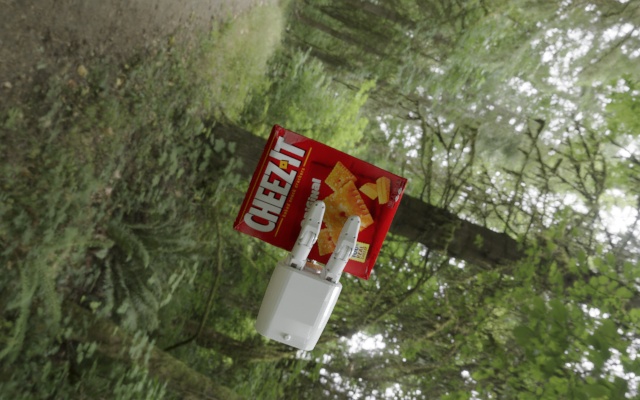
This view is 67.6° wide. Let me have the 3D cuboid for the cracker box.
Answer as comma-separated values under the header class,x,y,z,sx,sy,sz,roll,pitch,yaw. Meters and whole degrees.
class,x,y,z,sx,sy,sz,roll,pitch,yaw
cracker box,0.000,0.002,0.708,0.214,0.164,0.072,22,3,-9
